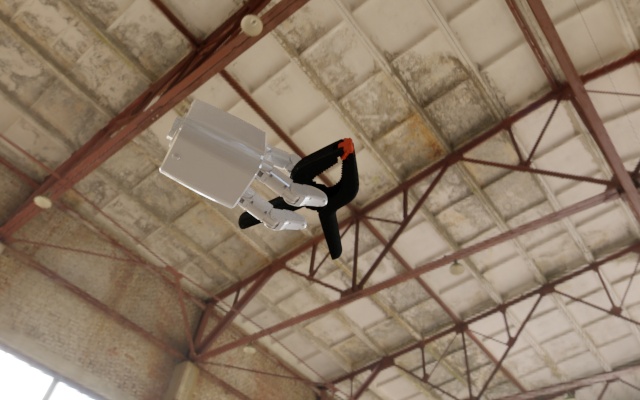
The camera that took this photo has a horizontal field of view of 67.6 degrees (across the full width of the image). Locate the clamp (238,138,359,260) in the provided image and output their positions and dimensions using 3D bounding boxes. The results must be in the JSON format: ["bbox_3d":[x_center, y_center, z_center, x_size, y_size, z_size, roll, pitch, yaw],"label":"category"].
[{"bbox_3d":[0.000,0.001,0.666,0.164,0.036,0.210,25,-51,-20],"label":"clamp"}]
